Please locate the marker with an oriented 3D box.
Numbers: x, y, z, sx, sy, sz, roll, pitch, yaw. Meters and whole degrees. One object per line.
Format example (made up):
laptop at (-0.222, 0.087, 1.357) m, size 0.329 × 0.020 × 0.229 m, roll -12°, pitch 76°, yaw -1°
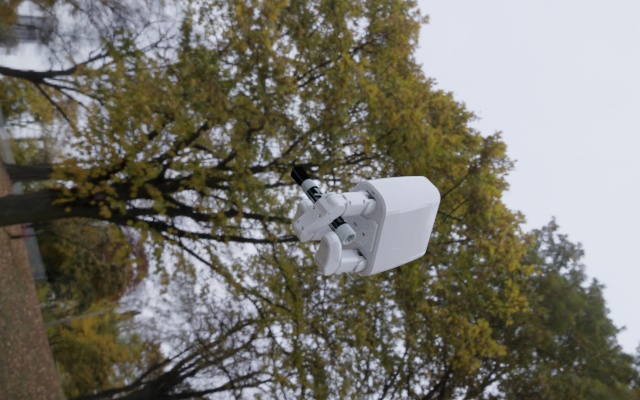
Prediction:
marker at (0.000, 0.002, 0.550) m, size 0.020 × 0.020 × 0.121 m, roll 0°, pitch 42°, yaw -44°
